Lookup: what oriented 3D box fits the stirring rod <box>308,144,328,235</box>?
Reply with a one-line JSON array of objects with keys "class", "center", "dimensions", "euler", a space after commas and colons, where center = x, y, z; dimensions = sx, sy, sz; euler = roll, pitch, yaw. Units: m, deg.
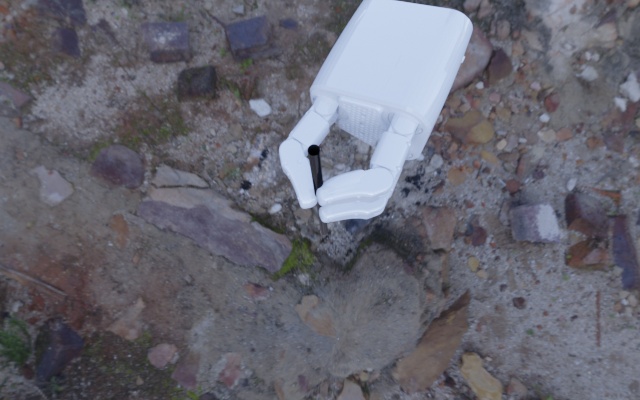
[{"class": "stirring rod", "center": [0.000, 0.001, 0.419], "dimensions": [0.011, 0.011, 0.239], "euler": [0, -16, 2]}]
